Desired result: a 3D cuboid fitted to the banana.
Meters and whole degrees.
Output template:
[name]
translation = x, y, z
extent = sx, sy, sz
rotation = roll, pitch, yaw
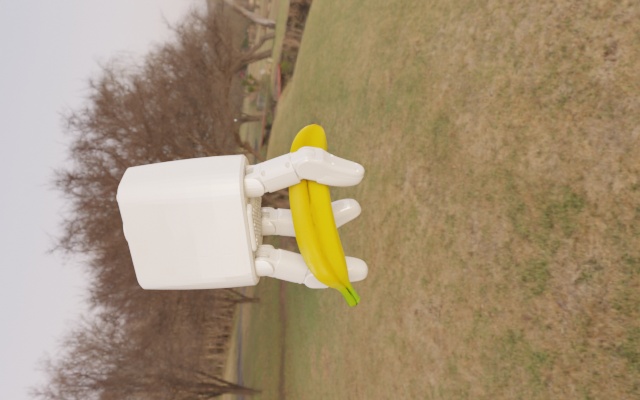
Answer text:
[banana]
translation = -0.005, -0.004, 0.438
extent = 0.037, 0.197, 0.070
rotation = -16, -30, 12
